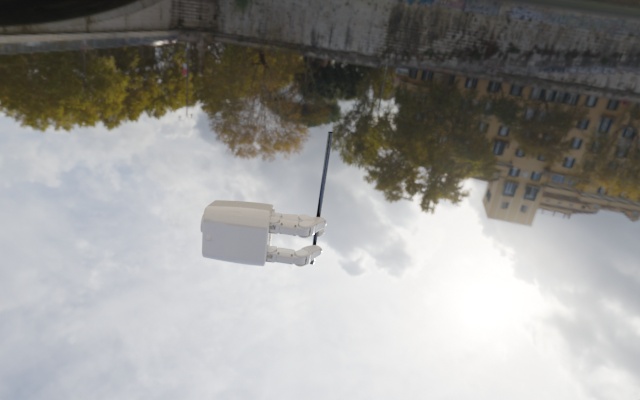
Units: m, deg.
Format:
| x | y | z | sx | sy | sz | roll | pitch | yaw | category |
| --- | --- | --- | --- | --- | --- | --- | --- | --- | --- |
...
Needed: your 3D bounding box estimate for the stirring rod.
| x | y | z | sx | sy | sz | roll | pitch | yaw | category |
| --- | --- | --- | --- | --- | --- | --- | --- | --- | --- |
| 0.000 | 0.002 | 0.792 | 0.011 | 0.240 | 0.011 | 7 | 24 | -3 | stirring rod |
